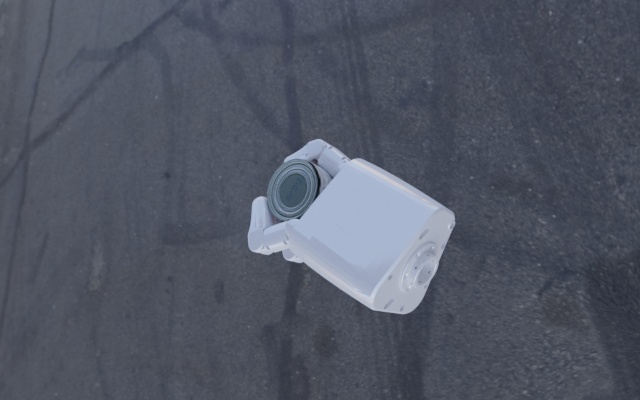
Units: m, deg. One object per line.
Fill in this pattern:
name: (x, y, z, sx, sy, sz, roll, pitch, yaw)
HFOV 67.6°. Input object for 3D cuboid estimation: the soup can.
soup can: (0.000, 0.001, 0.512, 0.068, 0.068, 0.102, 0, -14, 37)
